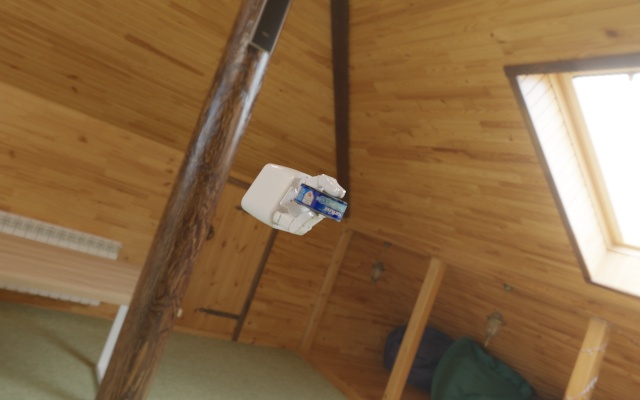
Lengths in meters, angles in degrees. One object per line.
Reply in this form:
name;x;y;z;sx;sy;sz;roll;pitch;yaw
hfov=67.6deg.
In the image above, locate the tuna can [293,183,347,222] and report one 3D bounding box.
tuna can;0.000;0.002;0.787;0.086;0.034;0.086;25;2;-1
